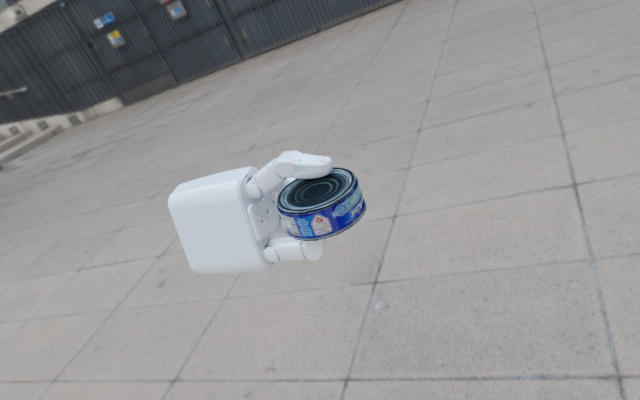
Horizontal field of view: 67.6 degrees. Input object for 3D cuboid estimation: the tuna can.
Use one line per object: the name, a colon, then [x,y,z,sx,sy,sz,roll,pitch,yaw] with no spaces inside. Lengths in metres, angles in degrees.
tuna can: [0.000,0.001,0.476,0.086,0.034,0.086,-15,28,9]
